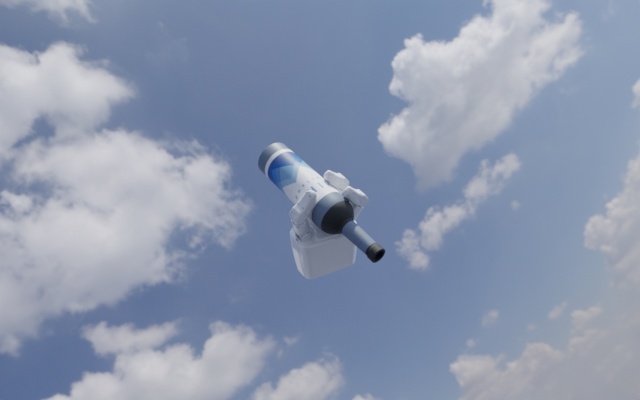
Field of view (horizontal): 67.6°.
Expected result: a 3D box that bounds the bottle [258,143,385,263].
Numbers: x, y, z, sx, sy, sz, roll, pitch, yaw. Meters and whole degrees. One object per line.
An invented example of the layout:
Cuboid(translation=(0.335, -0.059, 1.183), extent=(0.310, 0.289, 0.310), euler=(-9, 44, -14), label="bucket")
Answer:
Cuboid(translation=(0.000, 0.002, 0.812), extent=(0.069, 0.069, 0.295), euler=(0, 34, -47), label="bottle")
